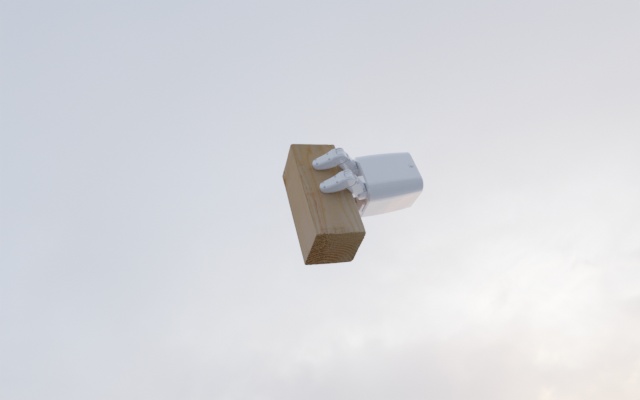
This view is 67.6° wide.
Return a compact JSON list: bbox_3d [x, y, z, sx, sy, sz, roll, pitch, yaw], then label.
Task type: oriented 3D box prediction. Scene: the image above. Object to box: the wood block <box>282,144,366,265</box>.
[{"bbox_3d":[0.000,0.003,0.851,0.090,0.206,0.091,-2,-40,-19],"label":"wood block"}]
